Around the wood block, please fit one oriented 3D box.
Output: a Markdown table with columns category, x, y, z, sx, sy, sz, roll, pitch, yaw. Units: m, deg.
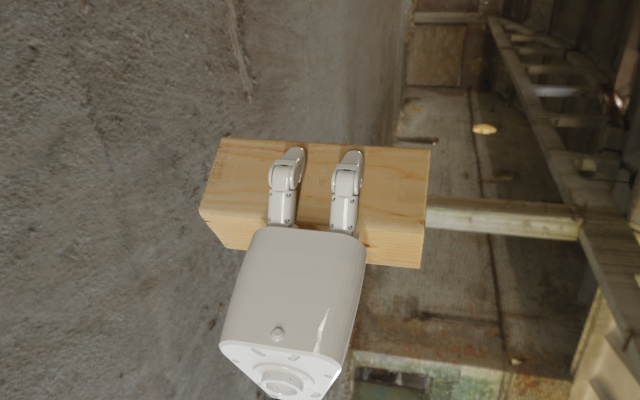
| category | x | y | z | sx | sy | sz | roll | pitch | yaw |
| --- | --- | --- | --- | --- | --- | --- | --- | --- | --- |
| wood block | 0.000 | 0.002 | 0.477 | 0.206 | 0.090 | 0.091 | 5 | -27 | 12 |
